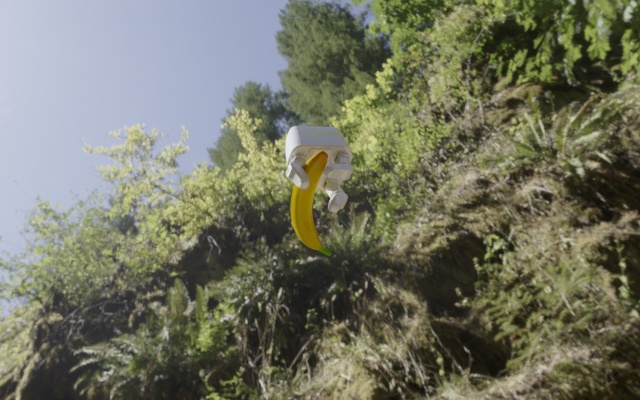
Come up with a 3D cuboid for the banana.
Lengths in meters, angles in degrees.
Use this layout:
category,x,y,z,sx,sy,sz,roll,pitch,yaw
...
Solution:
category,x,y,z,sx,sy,sz,roll,pitch,yaw
banana,-0.018,0.007,0.834,0.069,0.198,0.037,-3,26,0
